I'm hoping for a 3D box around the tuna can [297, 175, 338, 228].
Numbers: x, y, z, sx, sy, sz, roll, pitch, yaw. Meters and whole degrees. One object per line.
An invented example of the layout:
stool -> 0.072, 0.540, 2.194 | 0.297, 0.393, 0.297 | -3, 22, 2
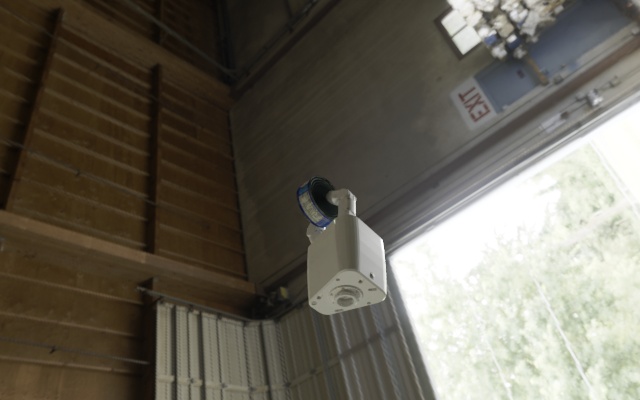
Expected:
tuna can -> 0.000, 0.003, 0.807 | 0.034, 0.086, 0.086 | -33, -18, 30
